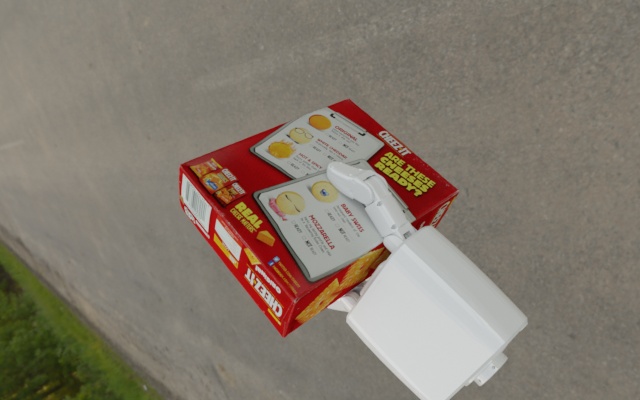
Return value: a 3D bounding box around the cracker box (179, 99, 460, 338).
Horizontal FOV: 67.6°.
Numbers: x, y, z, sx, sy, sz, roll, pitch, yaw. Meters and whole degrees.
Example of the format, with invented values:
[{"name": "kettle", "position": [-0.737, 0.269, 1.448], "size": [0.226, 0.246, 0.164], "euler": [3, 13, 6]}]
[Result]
[{"name": "cracker box", "position": [0.000, 0.001, 0.459], "size": [0.213, 0.164, 0.072], "euler": [-28, -28, -35]}]
